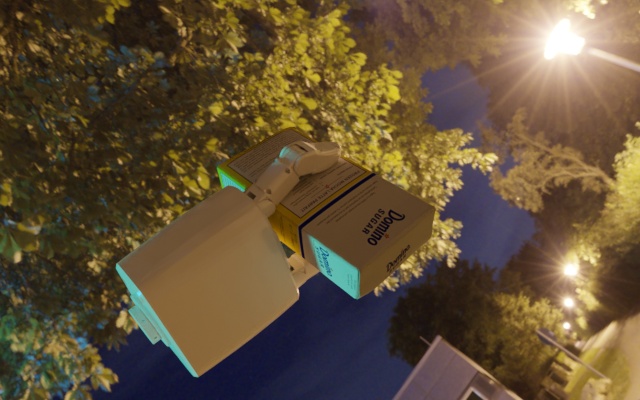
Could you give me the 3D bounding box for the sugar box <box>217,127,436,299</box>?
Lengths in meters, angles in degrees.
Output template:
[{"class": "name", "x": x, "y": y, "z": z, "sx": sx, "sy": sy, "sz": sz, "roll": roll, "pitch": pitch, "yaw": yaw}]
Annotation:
[{"class": "sugar box", "x": 0.000, "y": 0.002, "z": 0.417, "sx": 0.093, "sy": 0.048, "sz": 0.176, "roll": -35, "pitch": 53, "yaw": -28}]
